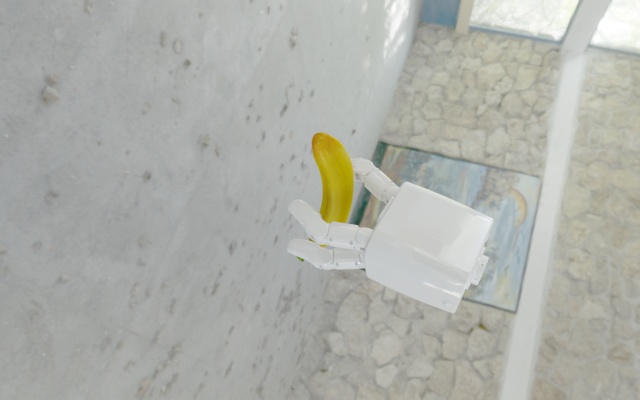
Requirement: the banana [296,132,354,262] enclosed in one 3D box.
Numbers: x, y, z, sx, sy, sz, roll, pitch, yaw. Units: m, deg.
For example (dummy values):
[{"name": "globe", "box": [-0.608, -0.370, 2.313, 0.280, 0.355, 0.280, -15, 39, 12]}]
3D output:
[{"name": "banana", "box": [0.011, -0.005, 0.557, 0.037, 0.198, 0.069, 31, 48, 24]}]
